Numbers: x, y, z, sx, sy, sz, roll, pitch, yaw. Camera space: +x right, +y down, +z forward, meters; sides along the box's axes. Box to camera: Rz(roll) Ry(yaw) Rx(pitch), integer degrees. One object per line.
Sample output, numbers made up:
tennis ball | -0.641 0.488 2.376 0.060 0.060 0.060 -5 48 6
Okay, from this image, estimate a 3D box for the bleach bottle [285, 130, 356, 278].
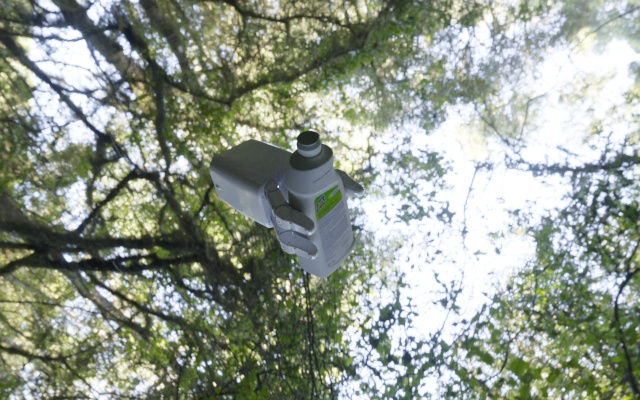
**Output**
bleach bottle | 0.000 0.002 0.684 0.068 0.251 0.102 26 55 27
